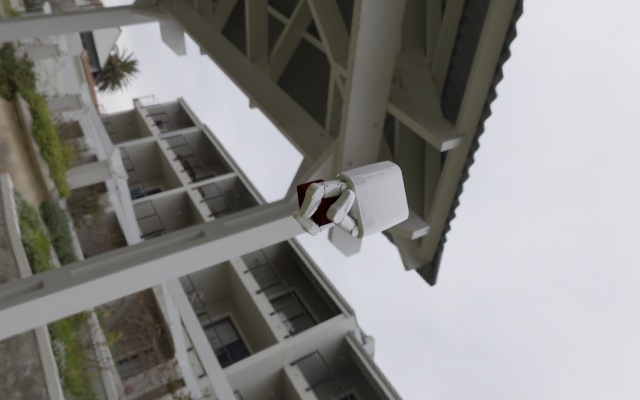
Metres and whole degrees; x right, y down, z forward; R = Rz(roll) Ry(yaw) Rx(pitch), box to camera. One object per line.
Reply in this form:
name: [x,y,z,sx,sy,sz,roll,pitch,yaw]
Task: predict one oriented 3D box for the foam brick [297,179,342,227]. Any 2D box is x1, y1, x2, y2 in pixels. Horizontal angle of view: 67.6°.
foam brick: [0.000,0.003,0.842,0.051,0.053,0.078,-19,30,-25]
